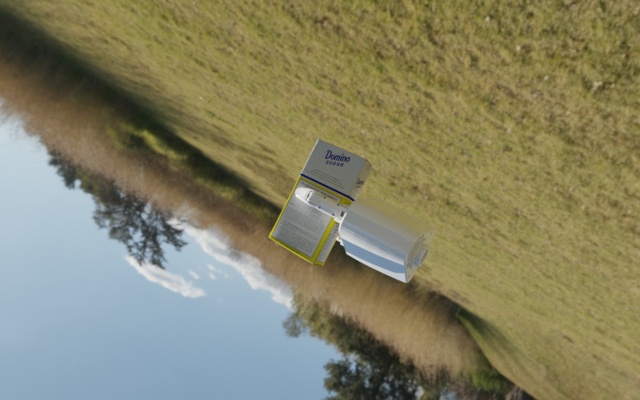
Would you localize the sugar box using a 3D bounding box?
[{"bbox_3d":[0.000,0.003,0.743,0.093,0.176,0.048,27,-3,25],"label":"sugar box"}]
